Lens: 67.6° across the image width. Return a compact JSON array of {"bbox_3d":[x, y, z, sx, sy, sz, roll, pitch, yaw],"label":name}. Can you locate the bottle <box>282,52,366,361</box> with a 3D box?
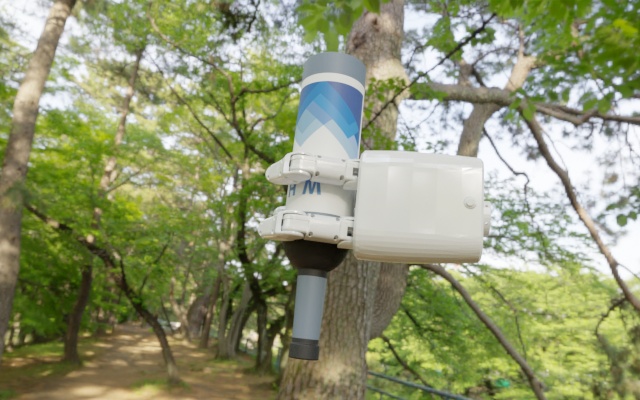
[{"bbox_3d":[0.000,0.001,0.468,0.069,0.295,0.069,6,-15,2],"label":"bottle"}]
